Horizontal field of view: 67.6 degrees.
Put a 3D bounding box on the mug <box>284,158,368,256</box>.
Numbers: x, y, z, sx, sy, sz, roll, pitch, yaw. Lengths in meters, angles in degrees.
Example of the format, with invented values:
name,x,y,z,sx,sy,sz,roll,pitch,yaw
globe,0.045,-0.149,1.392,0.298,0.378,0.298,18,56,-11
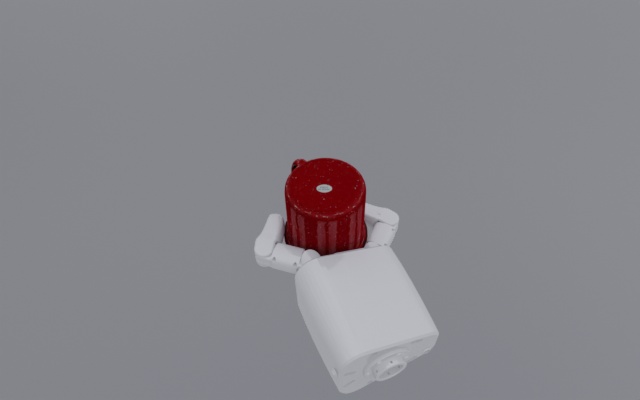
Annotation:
name,x,y,z,sx,sy,sz,roll,pitch,yaw
mug,0.000,0.000,0.506,0.093,0.117,0.082,-21,-36,-15
